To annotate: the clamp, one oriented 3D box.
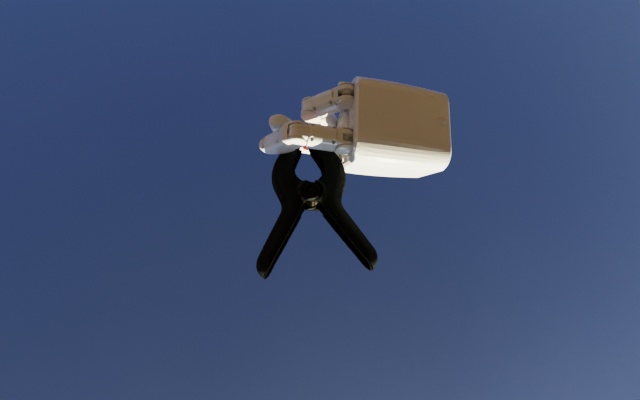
[{"bbox_3d":[0.000,0.002,0.502,0.120,0.171,0.039,7,-21,-9],"label":"clamp"}]
